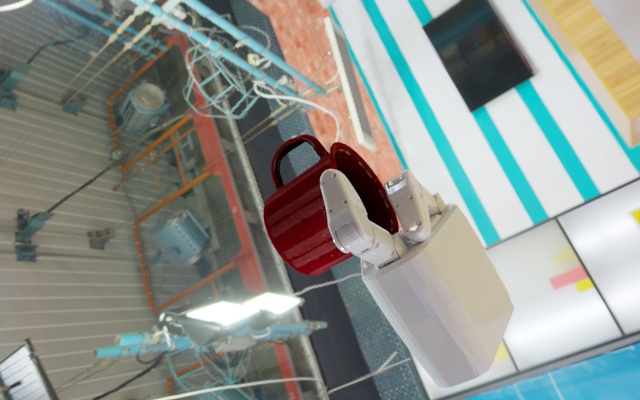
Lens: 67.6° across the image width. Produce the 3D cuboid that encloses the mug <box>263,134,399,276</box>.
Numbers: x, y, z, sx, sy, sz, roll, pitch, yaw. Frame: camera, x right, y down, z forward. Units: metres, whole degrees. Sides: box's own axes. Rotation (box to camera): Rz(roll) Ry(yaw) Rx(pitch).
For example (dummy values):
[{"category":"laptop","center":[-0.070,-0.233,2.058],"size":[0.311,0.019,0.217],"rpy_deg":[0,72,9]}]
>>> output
[{"category":"mug","center":[-0.001,0.000,0.402],"size":[0.081,0.117,0.093],"rpy_deg":[-32,1,23]}]
